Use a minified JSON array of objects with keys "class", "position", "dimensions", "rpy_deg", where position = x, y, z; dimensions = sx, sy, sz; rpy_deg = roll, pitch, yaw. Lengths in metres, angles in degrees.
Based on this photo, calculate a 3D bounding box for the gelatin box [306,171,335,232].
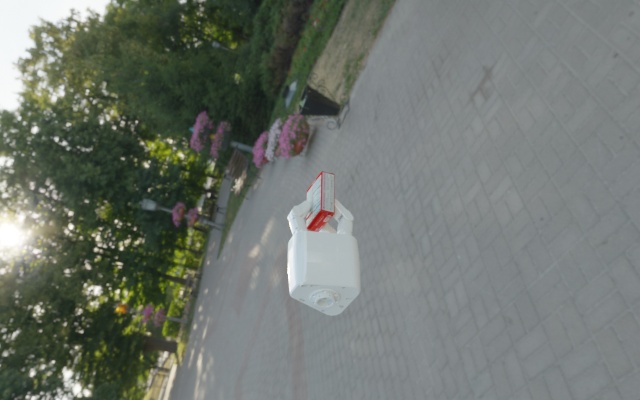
[{"class":"gelatin box","position":[0.000,0.002,0.879],"dimensions":[0.030,0.089,0.073],"rpy_deg":[13,-34,-19]}]
